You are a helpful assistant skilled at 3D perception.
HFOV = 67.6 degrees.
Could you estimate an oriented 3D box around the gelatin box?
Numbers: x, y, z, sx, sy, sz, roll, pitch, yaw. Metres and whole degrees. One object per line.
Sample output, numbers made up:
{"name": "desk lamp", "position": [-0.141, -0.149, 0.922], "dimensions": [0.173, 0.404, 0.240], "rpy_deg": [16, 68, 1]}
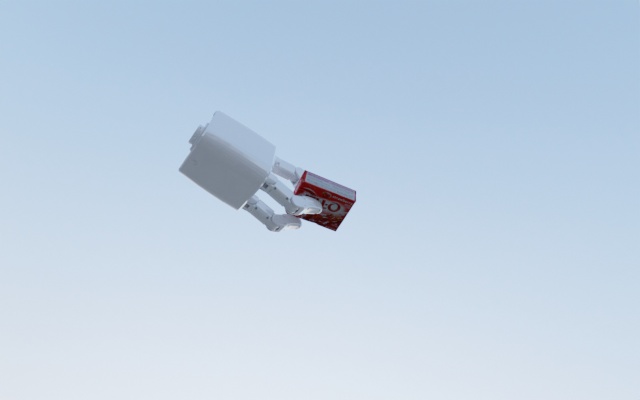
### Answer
{"name": "gelatin box", "position": [0.000, 0.002, 0.733], "dimensions": [0.089, 0.073, 0.030], "rpy_deg": [21, 40, -11]}
